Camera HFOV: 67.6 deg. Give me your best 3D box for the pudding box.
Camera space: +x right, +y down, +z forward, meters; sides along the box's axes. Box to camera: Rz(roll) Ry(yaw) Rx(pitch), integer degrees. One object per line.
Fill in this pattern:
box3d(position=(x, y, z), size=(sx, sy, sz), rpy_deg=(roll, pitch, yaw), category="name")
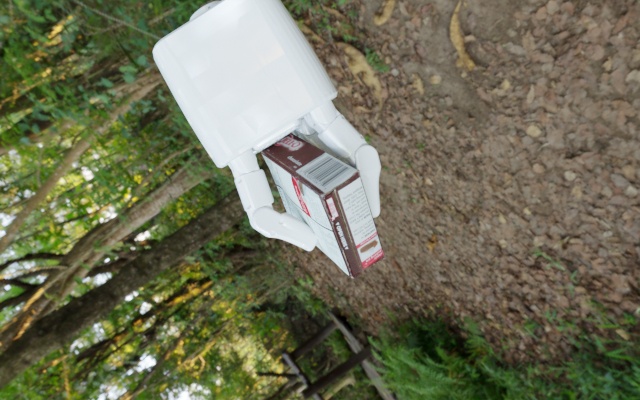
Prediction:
box3d(position=(0.000, 0.001, 0.408), size=(0.039, 0.090, 0.113), rpy_deg=(-31, 35, -15), category="pudding box")
